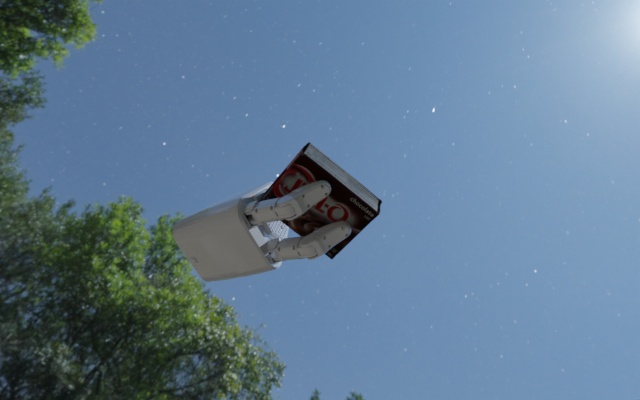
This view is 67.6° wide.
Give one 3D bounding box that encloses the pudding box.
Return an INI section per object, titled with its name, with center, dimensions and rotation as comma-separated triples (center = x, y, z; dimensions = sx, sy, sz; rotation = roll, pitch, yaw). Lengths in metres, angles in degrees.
[pudding box]
center = 0.000, 0.002, 0.554
dimensions = 0.113, 0.090, 0.039
rotation = 37, 32, -10
